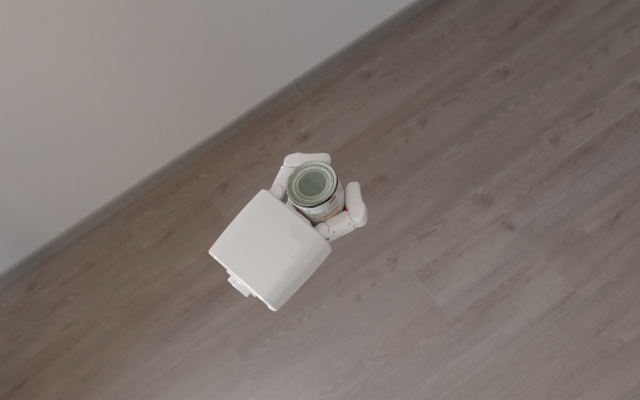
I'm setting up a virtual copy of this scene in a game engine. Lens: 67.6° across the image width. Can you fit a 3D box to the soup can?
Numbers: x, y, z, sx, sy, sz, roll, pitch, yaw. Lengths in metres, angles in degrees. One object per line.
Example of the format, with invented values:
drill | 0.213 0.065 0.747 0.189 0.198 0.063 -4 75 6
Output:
soup can | 0.000 0.002 0.625 0.068 0.068 0.102 0 -28 15
